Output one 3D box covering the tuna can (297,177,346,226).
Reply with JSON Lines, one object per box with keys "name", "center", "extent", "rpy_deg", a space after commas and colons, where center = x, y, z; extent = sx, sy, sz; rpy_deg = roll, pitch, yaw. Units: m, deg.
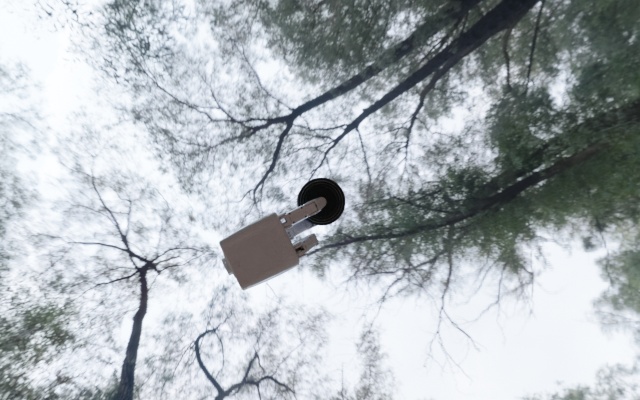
{"name": "tuna can", "center": [0.000, 0.003, 0.859], "extent": [0.086, 0.086, 0.034], "rpy_deg": [0, -3, -7]}
